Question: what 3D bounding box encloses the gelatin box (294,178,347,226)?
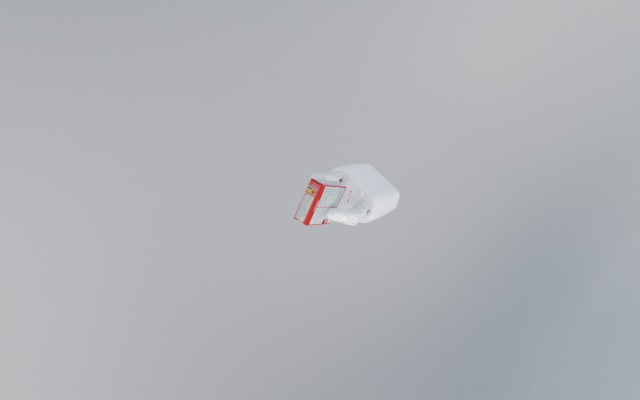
[{"bbox_3d":[0.000,0.003,0.795,0.030,0.073,0.089,30,13,24],"label":"gelatin box"}]
